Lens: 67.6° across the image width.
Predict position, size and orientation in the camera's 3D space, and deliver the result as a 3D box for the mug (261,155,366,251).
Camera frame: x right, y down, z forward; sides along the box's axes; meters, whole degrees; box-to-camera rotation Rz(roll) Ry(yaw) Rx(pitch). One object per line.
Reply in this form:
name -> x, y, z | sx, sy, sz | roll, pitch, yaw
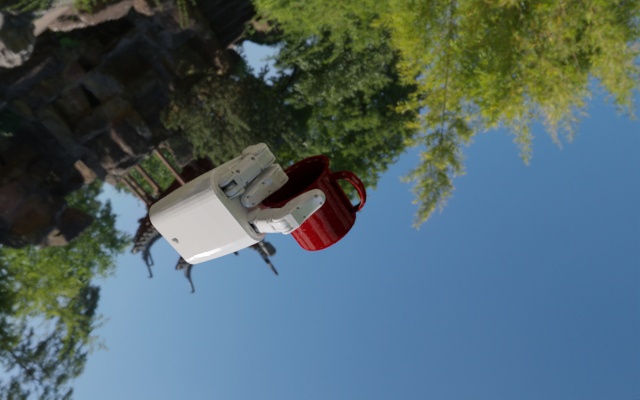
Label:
mug -> 0.001, 0.001, 0.565 | 0.117, 0.081, 0.093 | -21, 28, 26
